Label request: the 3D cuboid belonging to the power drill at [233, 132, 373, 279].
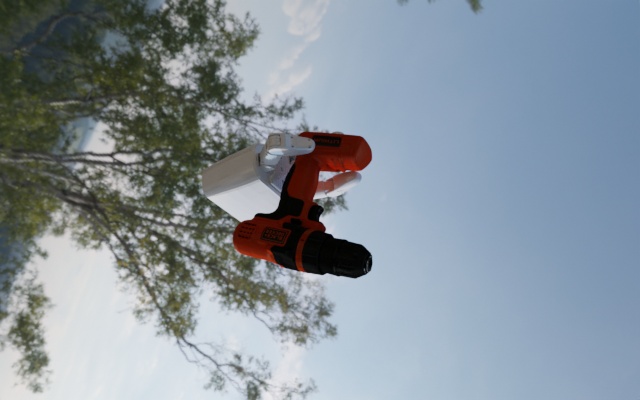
[{"bbox_3d":[0.000,0.002,0.597,0.184,0.187,0.057,10,-31,27],"label":"power drill"}]
